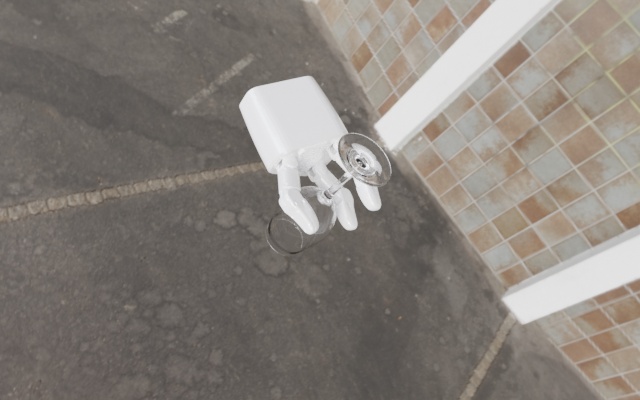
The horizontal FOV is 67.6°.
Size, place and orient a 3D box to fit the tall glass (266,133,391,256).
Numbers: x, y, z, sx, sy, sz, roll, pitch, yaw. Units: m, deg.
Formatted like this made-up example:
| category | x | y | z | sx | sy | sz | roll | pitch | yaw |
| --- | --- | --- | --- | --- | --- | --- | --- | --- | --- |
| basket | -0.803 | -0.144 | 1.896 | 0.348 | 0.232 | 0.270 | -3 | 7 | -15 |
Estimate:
| category | x | y | z | sx | sy | sz | roll | pitch | yaw |
| --- | --- | --- | --- | --- | --- | --- | --- | --- | --- |
| tall glass | 0.000 | 0.002 | 0.615 | 0.079 | 0.079 | 0.201 | 0 | -31 | -37 |
